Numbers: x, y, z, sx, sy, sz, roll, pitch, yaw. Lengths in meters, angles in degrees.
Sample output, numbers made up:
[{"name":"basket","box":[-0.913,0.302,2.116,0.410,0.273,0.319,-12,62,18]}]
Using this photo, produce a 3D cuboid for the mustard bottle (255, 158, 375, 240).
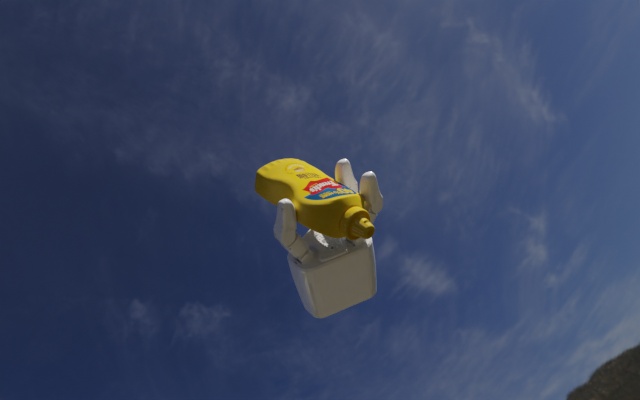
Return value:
[{"name":"mustard bottle","box":[0.000,0.002,0.630,0.096,0.058,0.191,-8,28,-38]}]
